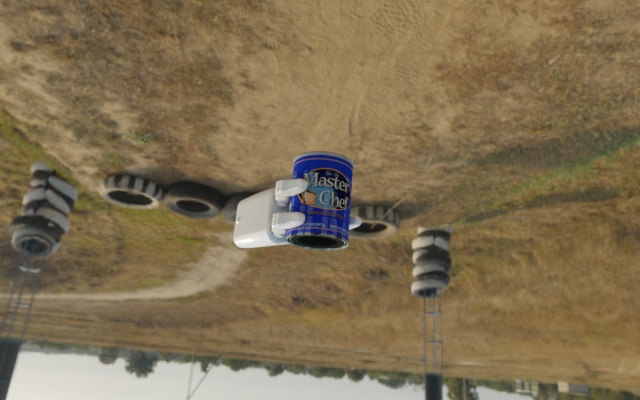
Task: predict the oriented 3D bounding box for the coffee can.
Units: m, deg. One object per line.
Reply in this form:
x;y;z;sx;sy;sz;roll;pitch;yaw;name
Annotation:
0.000;0.002;0.790;0.103;0.140;0.103;4;-18;1;coffee can
